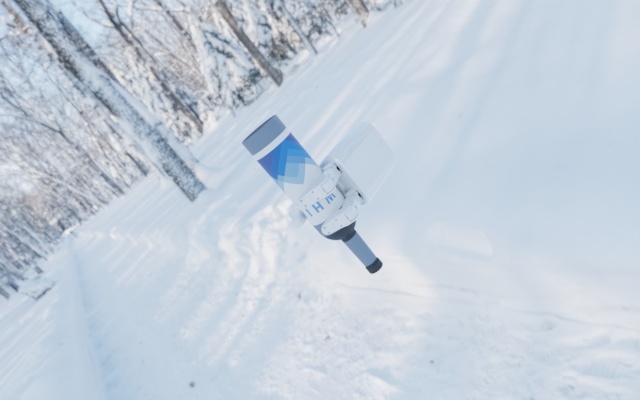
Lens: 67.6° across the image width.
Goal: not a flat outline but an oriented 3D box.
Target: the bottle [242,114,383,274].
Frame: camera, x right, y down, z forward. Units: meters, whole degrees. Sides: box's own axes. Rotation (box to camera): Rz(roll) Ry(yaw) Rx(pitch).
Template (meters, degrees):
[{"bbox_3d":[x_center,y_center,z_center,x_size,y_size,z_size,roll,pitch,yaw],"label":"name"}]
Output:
[{"bbox_3d":[0.000,0.002,0.743,0.069,0.296,0.069,-37,16,12],"label":"bottle"}]
